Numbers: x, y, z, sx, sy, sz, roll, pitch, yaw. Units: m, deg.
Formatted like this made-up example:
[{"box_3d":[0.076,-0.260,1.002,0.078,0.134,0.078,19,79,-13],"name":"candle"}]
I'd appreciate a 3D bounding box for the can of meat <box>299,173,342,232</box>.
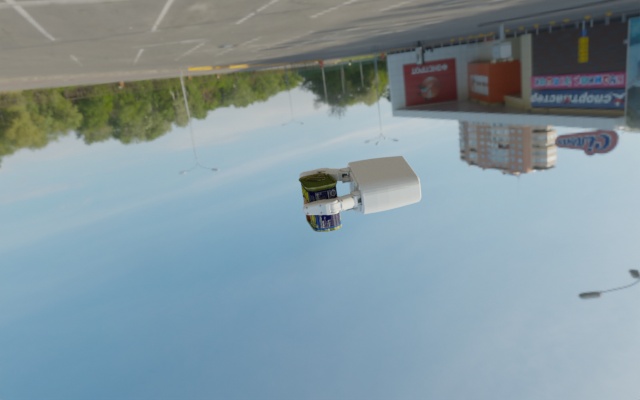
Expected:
[{"box_3d":[0.000,0.003,0.860,0.057,0.084,0.102,-12,16,-10],"name":"can of meat"}]
